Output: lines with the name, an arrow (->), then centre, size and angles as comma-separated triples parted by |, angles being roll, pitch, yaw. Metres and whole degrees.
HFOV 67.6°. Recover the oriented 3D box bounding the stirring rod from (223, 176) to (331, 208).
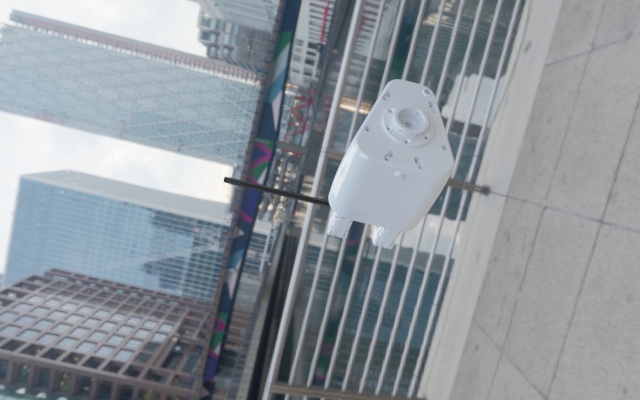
stirring rod -> 0.000, 0.002, 0.584 | 0.239, 0.011, 0.011 | 13, -1, -3
